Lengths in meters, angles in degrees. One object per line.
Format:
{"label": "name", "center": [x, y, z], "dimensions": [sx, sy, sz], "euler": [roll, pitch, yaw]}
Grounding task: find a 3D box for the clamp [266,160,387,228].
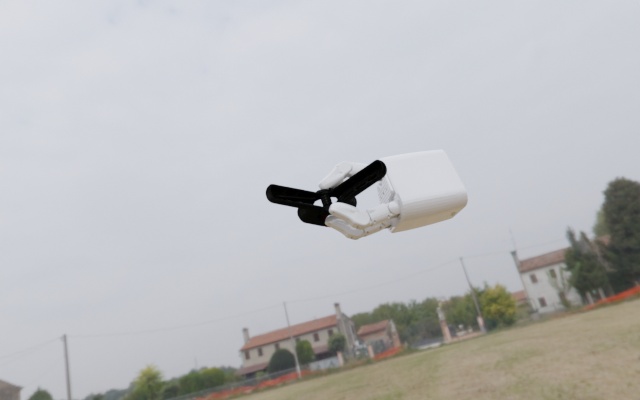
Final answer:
{"label": "clamp", "center": [0.000, 0.002, 0.715], "dimensions": [0.164, 0.036, 0.210], "euler": [-10, -18, -9]}
